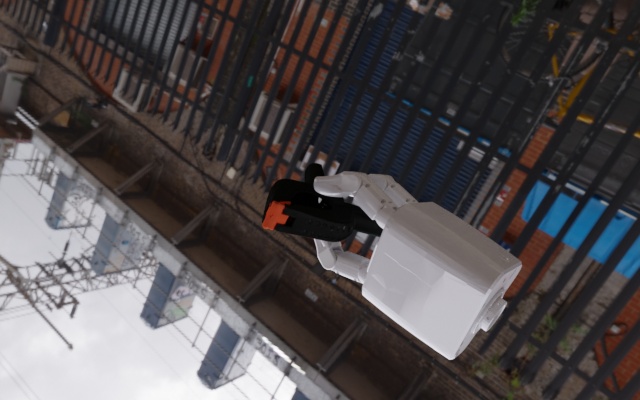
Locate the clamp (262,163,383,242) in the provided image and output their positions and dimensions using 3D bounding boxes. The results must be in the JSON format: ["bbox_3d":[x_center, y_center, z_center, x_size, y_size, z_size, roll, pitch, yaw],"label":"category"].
[{"bbox_3d":[0.000,0.003,0.519,0.164,0.036,0.210,36,20,29],"label":"clamp"}]
